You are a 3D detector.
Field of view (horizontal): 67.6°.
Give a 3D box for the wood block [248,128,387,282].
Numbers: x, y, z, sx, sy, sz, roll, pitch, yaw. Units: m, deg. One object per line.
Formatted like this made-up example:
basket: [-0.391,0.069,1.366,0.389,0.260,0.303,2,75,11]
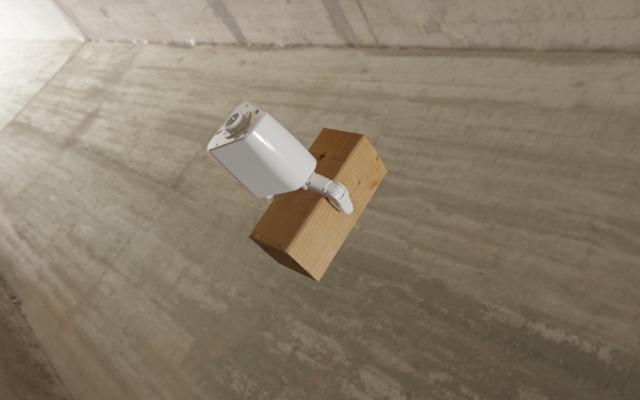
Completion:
wood block: [0.000,0.002,0.714,0.091,0.206,0.090,18,-23,42]
